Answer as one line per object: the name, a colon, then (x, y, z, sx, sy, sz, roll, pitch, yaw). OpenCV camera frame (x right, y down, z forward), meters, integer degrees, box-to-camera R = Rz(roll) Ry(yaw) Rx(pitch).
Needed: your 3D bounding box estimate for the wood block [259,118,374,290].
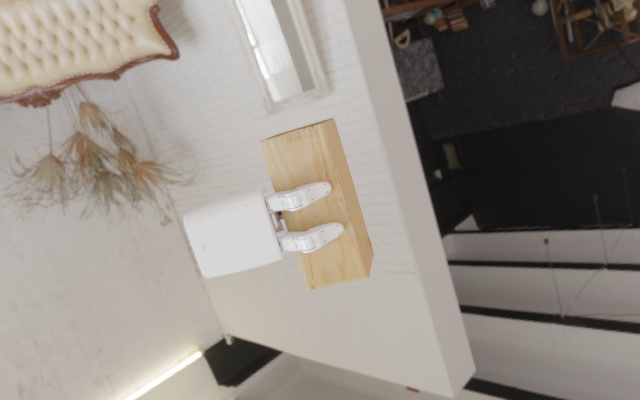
wood block: (0.000, 0.002, 0.647, 0.090, 0.206, 0.090, -14, 11, 13)
